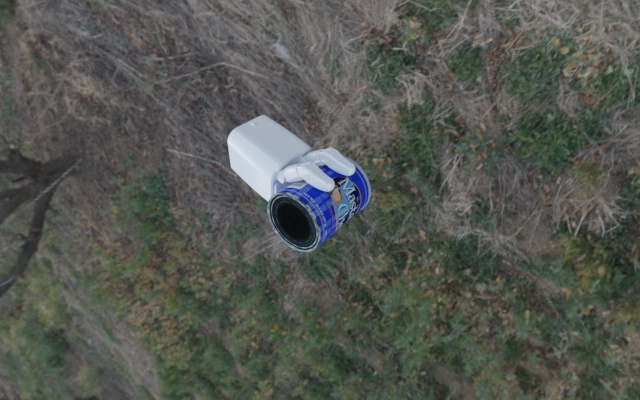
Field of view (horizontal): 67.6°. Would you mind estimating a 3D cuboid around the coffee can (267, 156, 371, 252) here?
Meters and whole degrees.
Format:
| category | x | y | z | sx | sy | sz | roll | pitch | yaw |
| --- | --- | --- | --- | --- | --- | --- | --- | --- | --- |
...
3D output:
| category | x | y | z | sx | sy | sz | roll | pitch | yaw |
| --- | --- | --- | --- | --- | --- | --- | --- | --- | --- |
| coffee can | 0.000 | 0.003 | 0.759 | 0.103 | 0.103 | 0.140 | 0 | 27 | 43 |
